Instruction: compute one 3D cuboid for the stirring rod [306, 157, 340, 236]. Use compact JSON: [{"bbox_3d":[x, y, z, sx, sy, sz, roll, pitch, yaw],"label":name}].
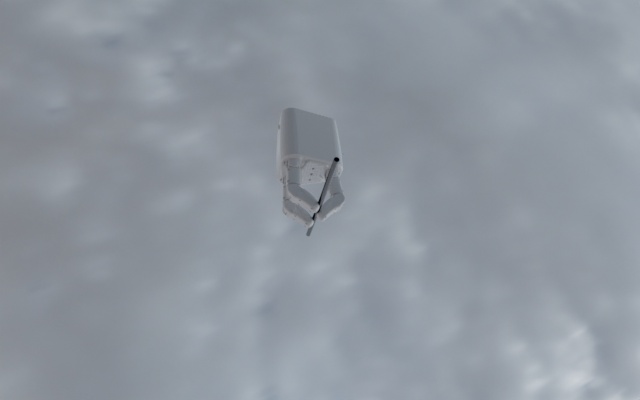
[{"bbox_3d":[0.000,0.002,0.754,0.011,0.011,0.240,0,-29,-12],"label":"stirring rod"}]
